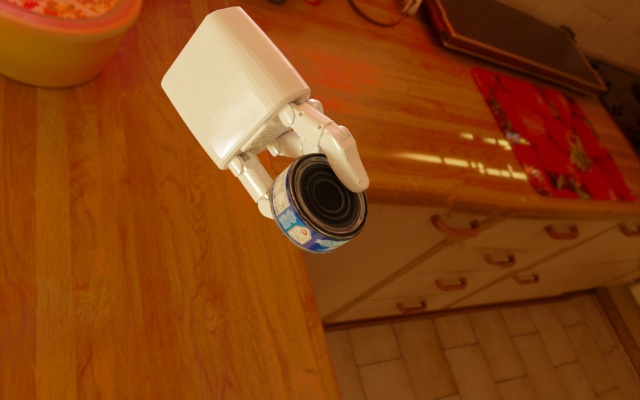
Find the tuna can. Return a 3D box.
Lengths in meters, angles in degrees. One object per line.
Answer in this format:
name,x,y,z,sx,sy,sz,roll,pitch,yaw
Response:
tuna can,0.000,0.001,0.421,0.086,0.086,0.034,0,-25,-38
